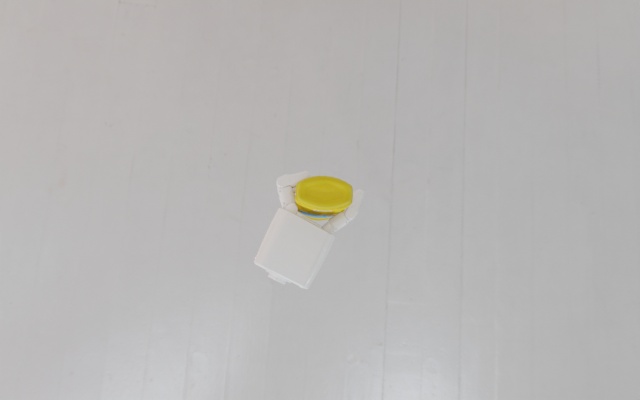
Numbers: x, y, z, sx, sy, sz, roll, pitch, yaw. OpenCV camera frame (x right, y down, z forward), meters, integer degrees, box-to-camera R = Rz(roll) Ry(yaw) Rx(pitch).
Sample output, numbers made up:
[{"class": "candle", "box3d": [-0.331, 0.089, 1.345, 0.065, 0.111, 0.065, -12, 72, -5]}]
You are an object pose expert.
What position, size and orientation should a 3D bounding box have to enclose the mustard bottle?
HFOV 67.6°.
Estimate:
[{"class": "mustard bottle", "box3d": [0.000, 0.003, 0.878, 0.096, 0.058, 0.192, 2, -10, -4]}]
